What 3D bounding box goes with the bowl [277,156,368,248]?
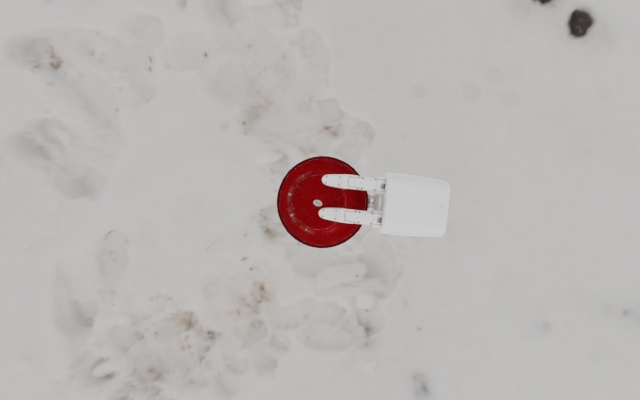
[{"bbox_3d":[-0.001,0.003,0.810,0.162,0.162,0.055,0,0,6],"label":"bowl"}]
